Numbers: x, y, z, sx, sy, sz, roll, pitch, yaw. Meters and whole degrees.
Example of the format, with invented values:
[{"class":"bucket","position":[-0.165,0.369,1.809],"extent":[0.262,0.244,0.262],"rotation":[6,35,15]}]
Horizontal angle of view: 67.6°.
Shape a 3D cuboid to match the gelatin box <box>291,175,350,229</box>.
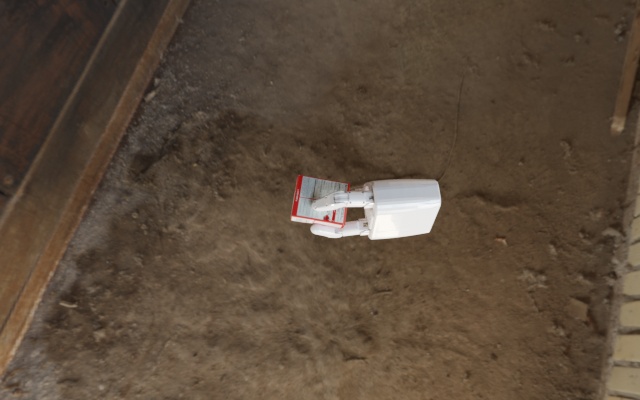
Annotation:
[{"class":"gelatin box","position":[0.000,0.002,0.787],"extent":[0.089,0.073,0.030],"rotation":[10,-17,-5]}]
